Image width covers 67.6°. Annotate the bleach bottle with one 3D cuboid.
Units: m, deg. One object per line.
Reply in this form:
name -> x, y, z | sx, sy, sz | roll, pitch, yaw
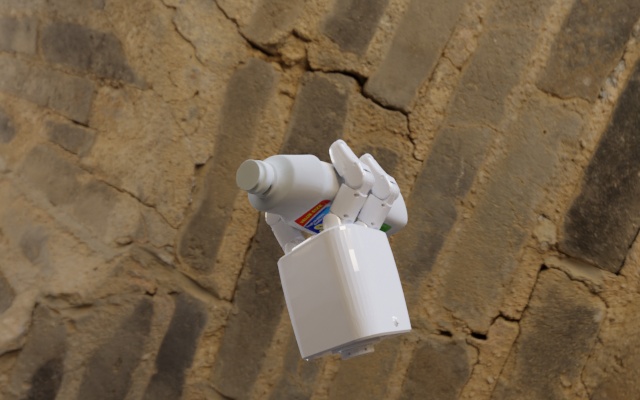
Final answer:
bleach bottle -> 0.000, 0.002, 0.524 | 0.102, 0.068, 0.251 | -26, -23, 28
